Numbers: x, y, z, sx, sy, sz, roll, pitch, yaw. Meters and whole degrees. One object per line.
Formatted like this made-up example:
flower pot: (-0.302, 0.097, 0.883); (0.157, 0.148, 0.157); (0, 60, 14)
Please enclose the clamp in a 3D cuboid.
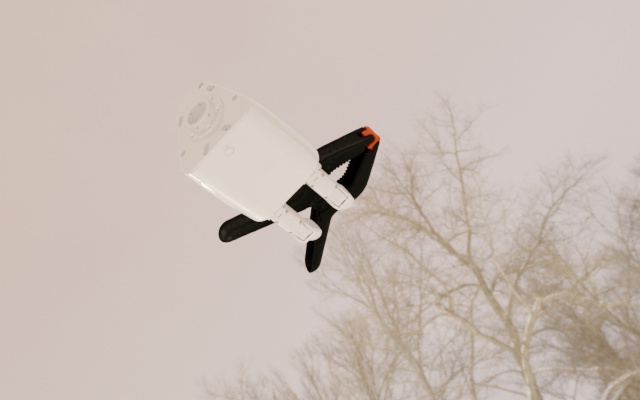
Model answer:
clamp: (0.000, 0.001, 0.583); (0.165, 0.210, 0.036); (37, 12, -46)
